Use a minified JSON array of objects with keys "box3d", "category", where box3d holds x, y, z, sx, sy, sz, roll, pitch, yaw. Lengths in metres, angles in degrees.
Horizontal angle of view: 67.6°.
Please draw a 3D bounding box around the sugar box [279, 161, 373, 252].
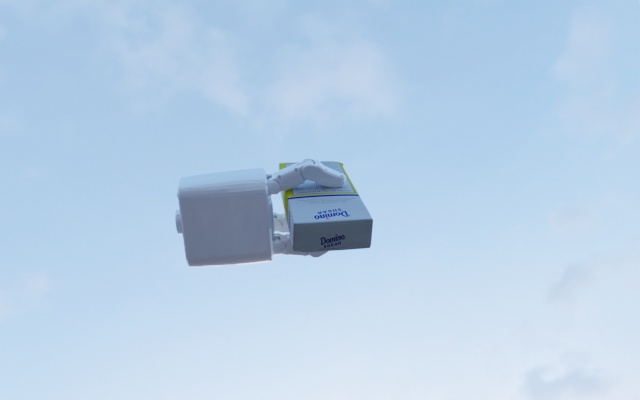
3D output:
[{"box3d":[0.000,0.002,0.610,0.093,0.048,0.176,-2,29,-9],"category":"sugar box"}]
